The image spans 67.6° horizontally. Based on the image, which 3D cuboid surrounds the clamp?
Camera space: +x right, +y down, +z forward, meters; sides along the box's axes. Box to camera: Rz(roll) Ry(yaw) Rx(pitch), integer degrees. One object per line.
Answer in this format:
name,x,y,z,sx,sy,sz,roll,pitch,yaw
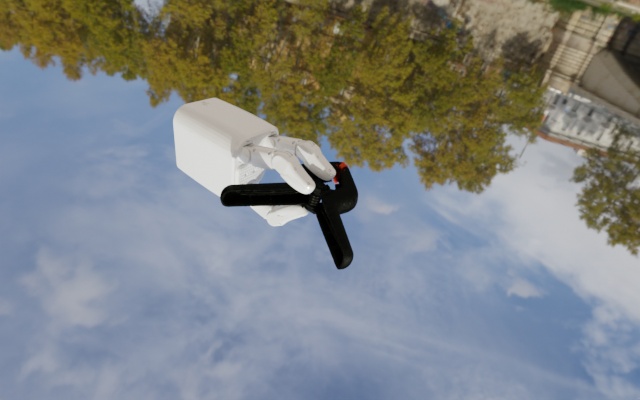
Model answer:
clamp,0.000,0.002,0.595,0.164,0.036,0.210,33,31,15
